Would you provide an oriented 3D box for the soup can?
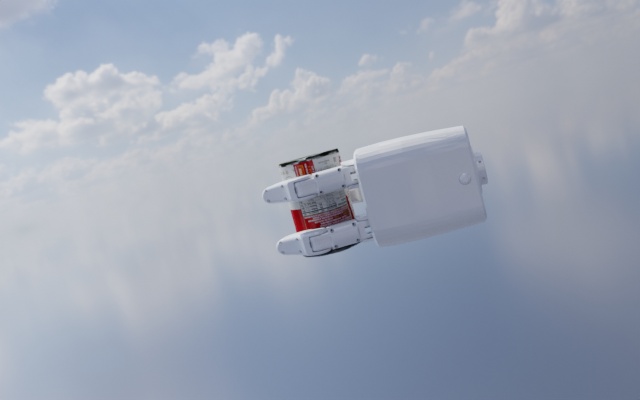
[{"bbox_3d":[0.000,0.001,0.510,0.068,0.102,0.068,-15,6,2],"label":"soup can"}]
